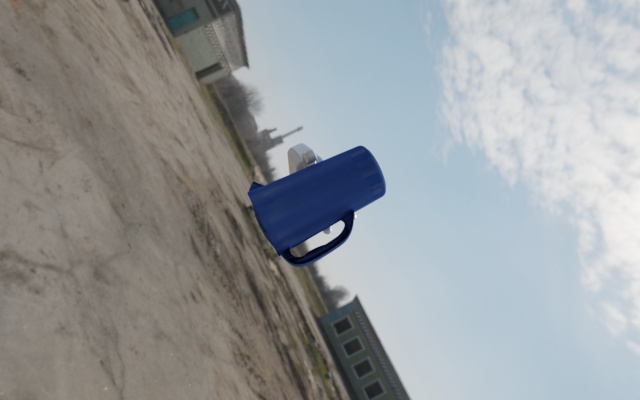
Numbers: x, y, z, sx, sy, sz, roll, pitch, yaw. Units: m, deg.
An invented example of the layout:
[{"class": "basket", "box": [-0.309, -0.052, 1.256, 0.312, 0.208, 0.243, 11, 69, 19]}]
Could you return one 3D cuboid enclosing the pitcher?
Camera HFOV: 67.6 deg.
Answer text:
[{"class": "pitcher", "box": [0.000, 0.003, 0.892, 0.243, 0.149, 0.145, -26, 25, -6]}]
